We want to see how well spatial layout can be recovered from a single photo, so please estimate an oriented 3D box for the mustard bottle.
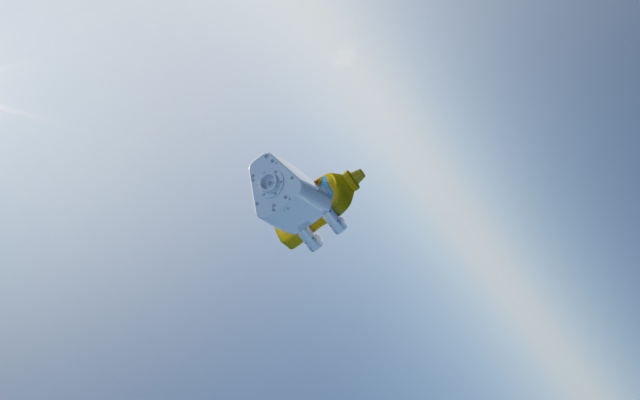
[{"bbox_3d":[0.000,0.003,0.882,0.191,0.096,0.058,-36,-51,12],"label":"mustard bottle"}]
